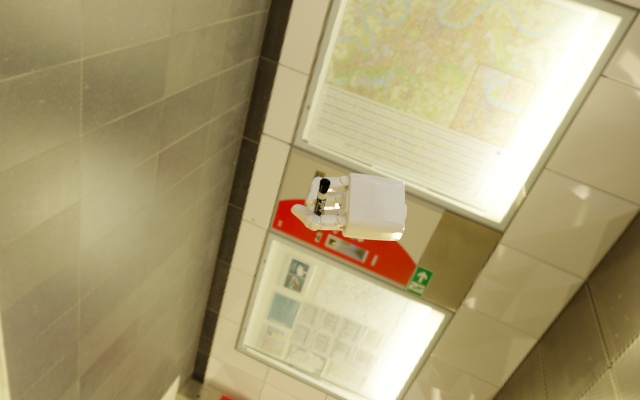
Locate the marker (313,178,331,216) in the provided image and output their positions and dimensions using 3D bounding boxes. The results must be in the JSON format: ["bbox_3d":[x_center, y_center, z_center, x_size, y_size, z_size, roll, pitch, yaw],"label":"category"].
[{"bbox_3d":[0.000,0.003,0.835,0.020,0.020,0.121,0,-37,-10],"label":"marker"}]
